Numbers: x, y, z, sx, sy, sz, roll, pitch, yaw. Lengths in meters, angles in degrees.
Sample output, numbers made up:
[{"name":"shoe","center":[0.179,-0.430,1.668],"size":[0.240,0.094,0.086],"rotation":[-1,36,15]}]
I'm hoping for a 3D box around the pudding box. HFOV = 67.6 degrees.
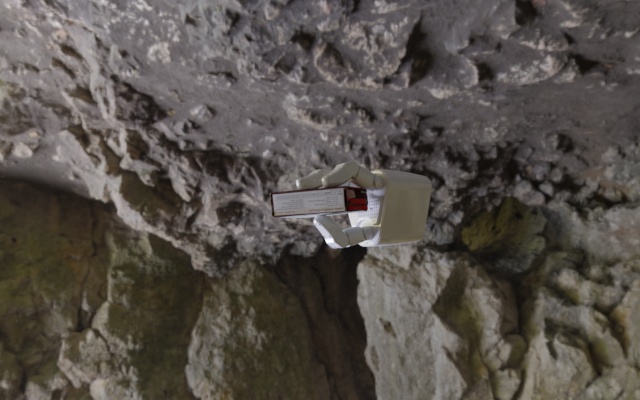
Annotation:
[{"name":"pudding box","center":[0.000,0.002,0.668],"size":[0.113,0.039,0.090],"rotation":[-7,-4,23]}]
